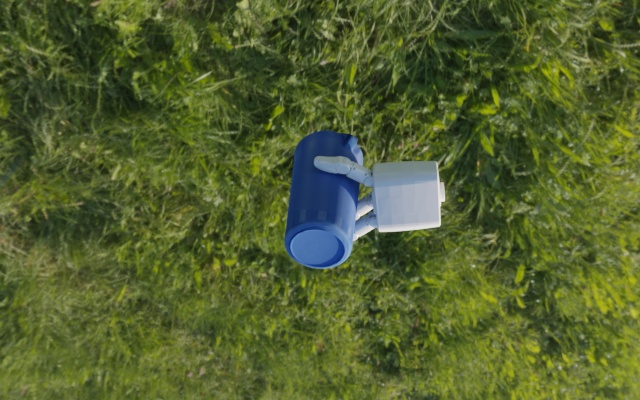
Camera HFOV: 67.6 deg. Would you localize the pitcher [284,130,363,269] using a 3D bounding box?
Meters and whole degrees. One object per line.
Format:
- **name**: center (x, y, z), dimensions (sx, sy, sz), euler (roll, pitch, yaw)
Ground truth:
- **pitcher**: center (0.000, 0.003, 0.840), dimensions (0.145, 0.149, 0.242), euler (-3, 41, 10)
